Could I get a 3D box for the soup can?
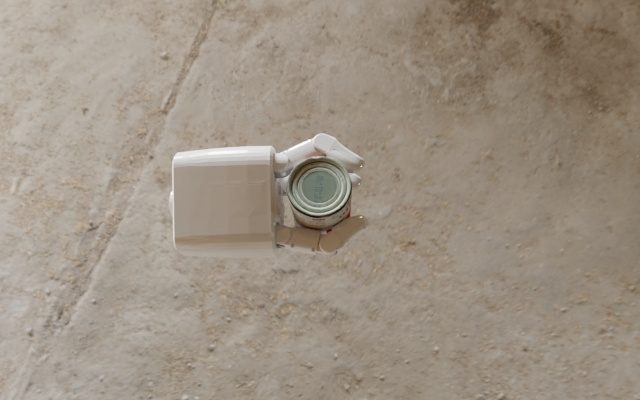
[{"bbox_3d":[0.001,0.002,0.522,0.068,0.068,0.102,0,-20,2],"label":"soup can"}]
